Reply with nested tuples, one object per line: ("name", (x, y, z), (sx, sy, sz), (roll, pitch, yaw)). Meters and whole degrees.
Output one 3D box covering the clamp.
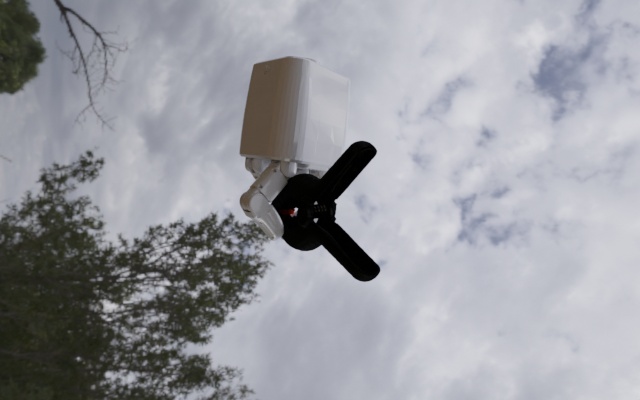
("clamp", (0.000, 0.002, 0.465), (0.039, 0.120, 0.171), (6, 3, -38))
